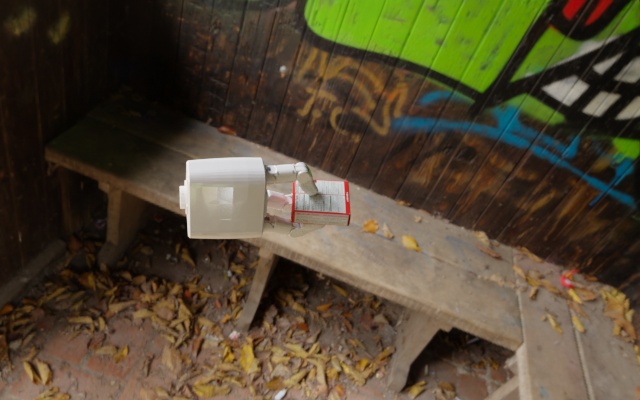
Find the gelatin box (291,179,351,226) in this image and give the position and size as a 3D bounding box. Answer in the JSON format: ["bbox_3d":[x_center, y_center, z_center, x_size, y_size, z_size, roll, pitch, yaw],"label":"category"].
[{"bbox_3d":[0.000,0.002,0.733,0.089,0.030,0.073,3,44,-3],"label":"gelatin box"}]
